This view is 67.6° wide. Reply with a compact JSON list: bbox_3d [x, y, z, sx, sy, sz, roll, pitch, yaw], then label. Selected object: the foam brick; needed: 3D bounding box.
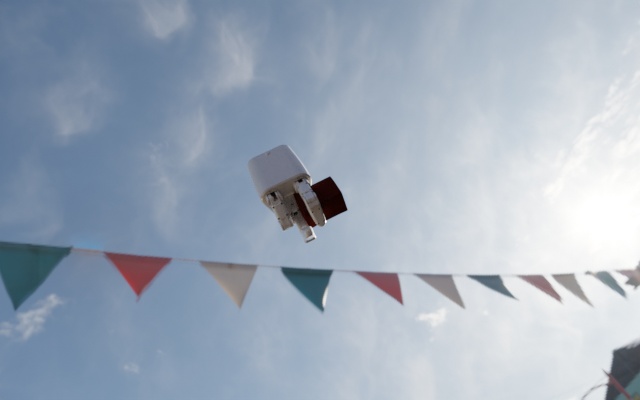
[{"bbox_3d":[0.000,0.003,0.863,0.078,0.053,0.051,-26,46,-6],"label":"foam brick"}]
